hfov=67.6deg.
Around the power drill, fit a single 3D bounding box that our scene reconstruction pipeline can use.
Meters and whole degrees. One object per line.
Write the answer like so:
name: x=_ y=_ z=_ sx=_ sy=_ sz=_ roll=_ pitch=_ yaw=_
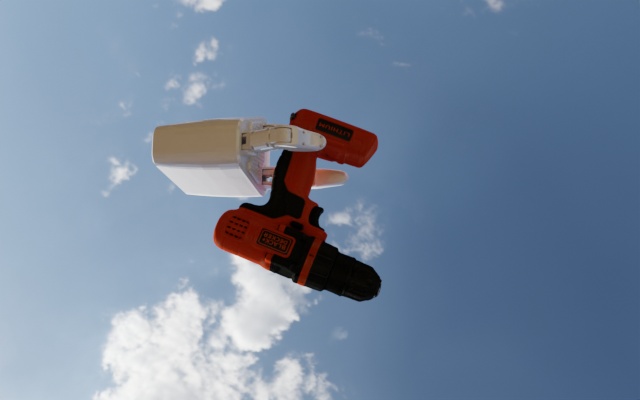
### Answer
power drill: x=0.000 y=0.001 z=0.526 sx=0.184 sy=0.187 sz=0.057 roll=22 pitch=-23 yaw=2
